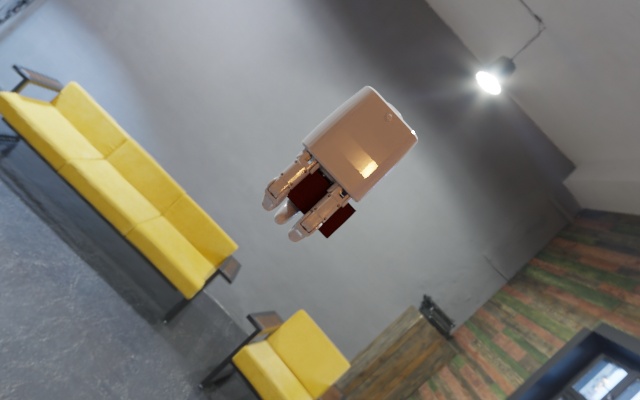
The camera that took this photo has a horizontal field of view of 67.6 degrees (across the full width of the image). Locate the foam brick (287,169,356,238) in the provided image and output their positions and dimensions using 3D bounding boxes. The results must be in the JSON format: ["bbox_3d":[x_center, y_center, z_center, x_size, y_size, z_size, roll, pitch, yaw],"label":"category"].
[{"bbox_3d":[0.000,0.002,0.601,0.051,0.078,0.053,-43,2,0],"label":"foam brick"}]
